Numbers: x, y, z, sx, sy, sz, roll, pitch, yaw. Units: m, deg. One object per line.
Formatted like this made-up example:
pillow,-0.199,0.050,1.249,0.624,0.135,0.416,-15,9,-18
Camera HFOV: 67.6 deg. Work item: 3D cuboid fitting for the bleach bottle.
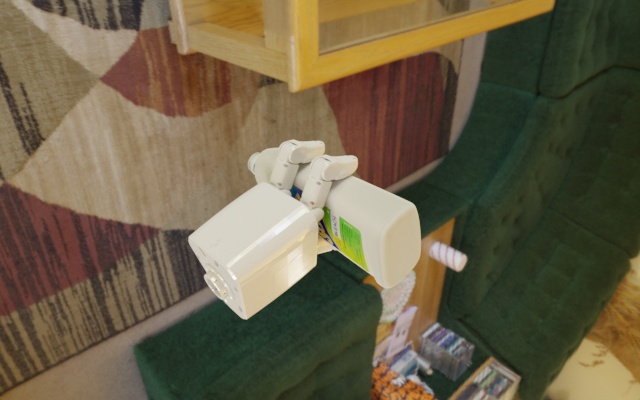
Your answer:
bleach bottle,0.000,0.002,0.575,0.068,0.103,0.250,-38,46,-26
